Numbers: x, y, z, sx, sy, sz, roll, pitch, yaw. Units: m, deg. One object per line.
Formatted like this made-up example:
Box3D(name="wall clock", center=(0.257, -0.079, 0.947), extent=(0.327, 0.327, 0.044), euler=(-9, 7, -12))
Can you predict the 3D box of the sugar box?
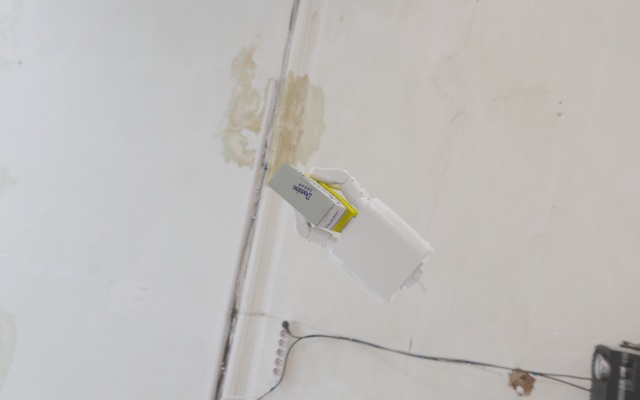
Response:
Box3D(name="sugar box", center=(0.001, 0.002, 0.693), extent=(0.093, 0.048, 0.176), euler=(40, 3, 18))
